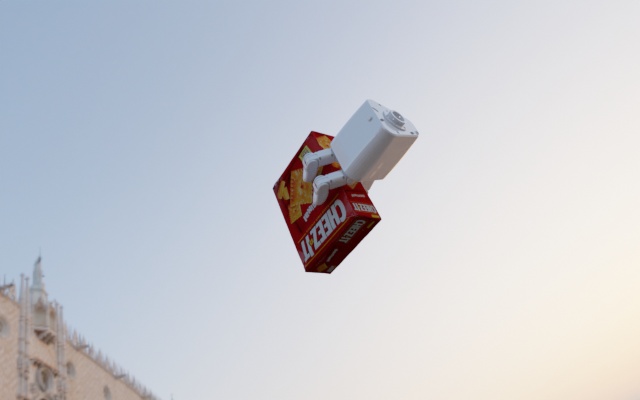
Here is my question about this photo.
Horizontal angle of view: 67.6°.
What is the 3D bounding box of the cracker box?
[{"bbox_3d":[0.000,0.003,0.889,0.072,0.213,0.164,9,-47,-38],"label":"cracker box"}]
